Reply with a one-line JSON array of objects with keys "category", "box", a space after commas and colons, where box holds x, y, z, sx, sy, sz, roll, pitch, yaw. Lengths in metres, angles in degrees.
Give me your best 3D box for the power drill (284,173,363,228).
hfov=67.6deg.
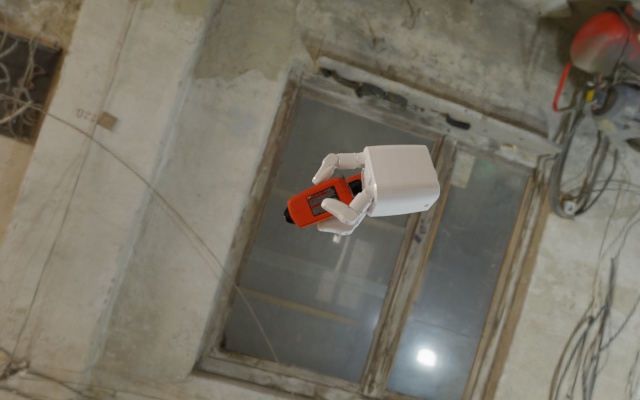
[{"category": "power drill", "box": [0.000, 0.003, 0.857, 0.184, 0.057, 0.187, -25, 1, 11]}]
